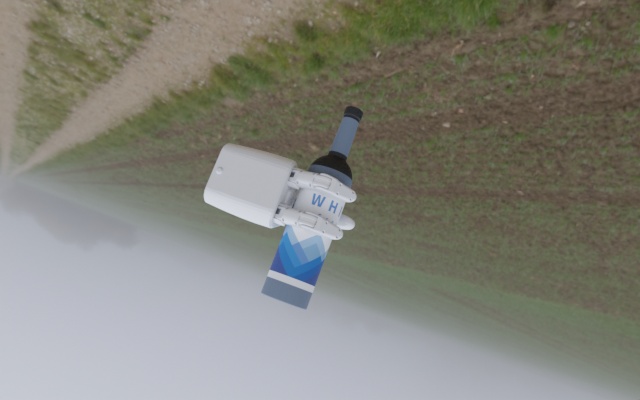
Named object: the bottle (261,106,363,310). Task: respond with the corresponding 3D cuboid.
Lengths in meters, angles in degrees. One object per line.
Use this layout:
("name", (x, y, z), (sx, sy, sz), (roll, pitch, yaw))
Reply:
("bottle", (0.000, 0.002, 0.678), (0.069, 0.295, 0.069), (20, -11, 4))
